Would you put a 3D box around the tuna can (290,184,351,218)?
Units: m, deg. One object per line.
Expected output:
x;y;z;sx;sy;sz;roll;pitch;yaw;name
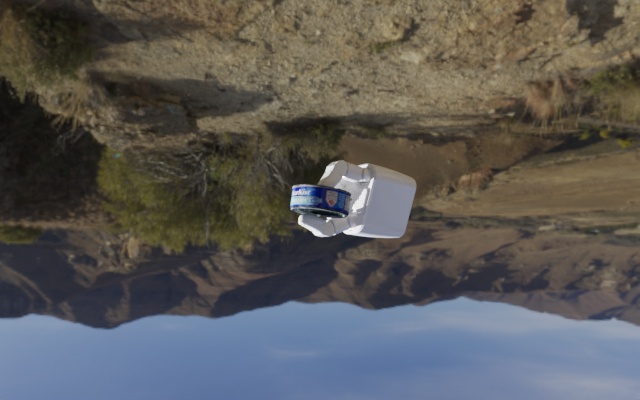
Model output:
0.000;0.003;0.686;0.086;0.033;0.086;7;-9;1;tuna can
